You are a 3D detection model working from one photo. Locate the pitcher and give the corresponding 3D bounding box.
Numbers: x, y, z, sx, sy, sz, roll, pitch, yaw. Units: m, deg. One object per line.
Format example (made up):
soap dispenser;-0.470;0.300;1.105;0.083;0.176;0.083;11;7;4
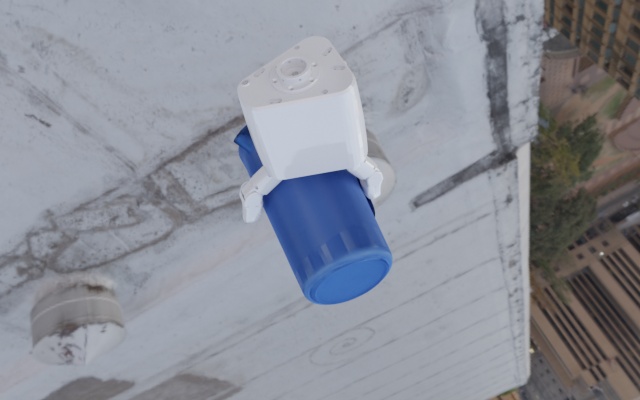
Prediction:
pitcher;0.000;0.002;0.599;0.149;0.242;0.145;-22;-35;-6
